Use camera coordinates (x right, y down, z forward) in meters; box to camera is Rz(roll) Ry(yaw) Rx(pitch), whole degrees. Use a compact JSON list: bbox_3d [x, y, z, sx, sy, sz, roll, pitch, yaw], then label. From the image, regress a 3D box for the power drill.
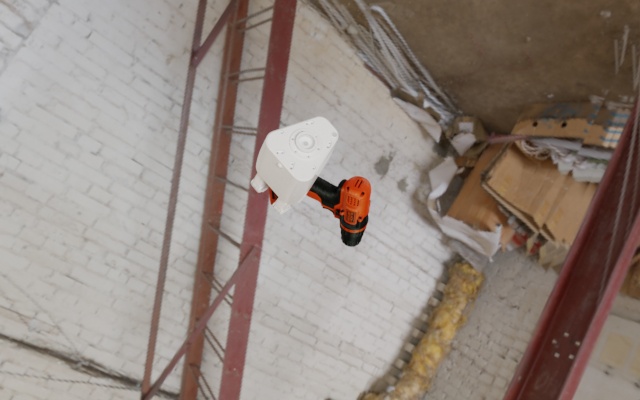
[{"bbox_3d":[0.000,0.003,0.874,0.187,0.057,0.185,19,-37,12],"label":"power drill"}]
